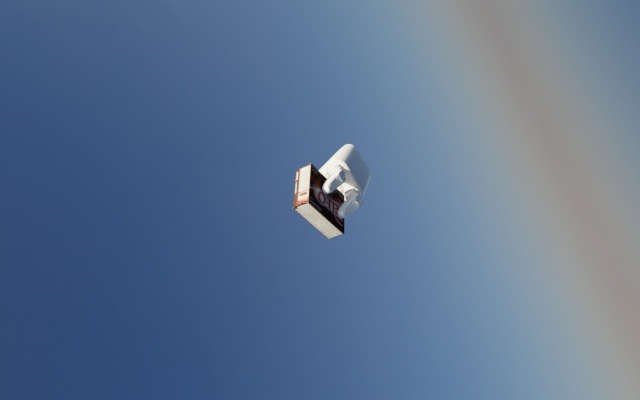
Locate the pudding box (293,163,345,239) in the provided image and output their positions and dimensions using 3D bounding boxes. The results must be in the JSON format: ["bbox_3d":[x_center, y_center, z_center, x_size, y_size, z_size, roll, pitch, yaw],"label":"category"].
[{"bbox_3d":[0.000,0.003,0.853,0.039,0.090,0.113,-25,-46,29],"label":"pudding box"}]
